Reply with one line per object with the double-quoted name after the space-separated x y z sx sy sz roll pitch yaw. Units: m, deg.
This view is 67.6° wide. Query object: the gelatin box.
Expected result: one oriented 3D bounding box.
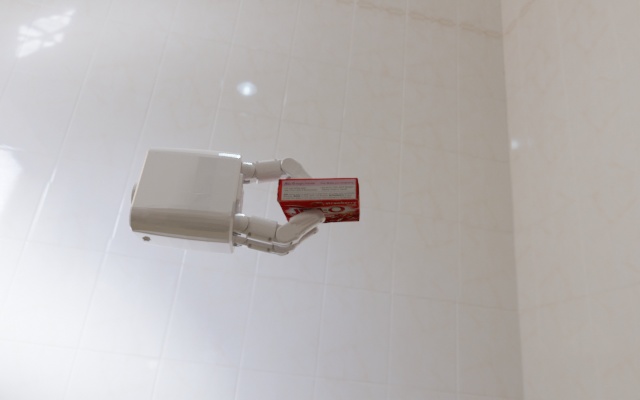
0.000 0.001 0.543 0.089 0.030 0.073 -2 -21 5 "gelatin box"
